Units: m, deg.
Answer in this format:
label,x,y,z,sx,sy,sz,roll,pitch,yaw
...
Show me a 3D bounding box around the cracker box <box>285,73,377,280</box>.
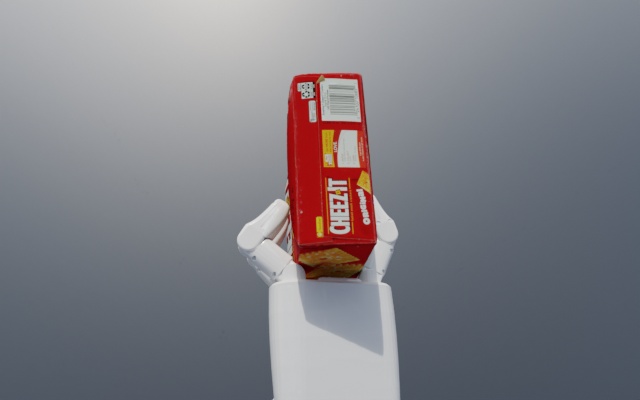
label,x,y,z,sx,sy,sz,roll,pitch,yaw
cracker box,0.000,0.002,0.488,0.072,0.164,0.214,-1,-23,-6
